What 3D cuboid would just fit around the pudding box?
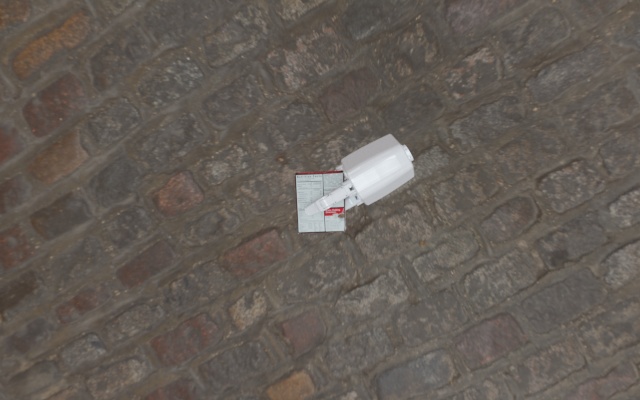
[{"bbox_3d":[0.000,0.003,0.870,0.090,0.113,0.039,-2,6,3],"label":"pudding box"}]
